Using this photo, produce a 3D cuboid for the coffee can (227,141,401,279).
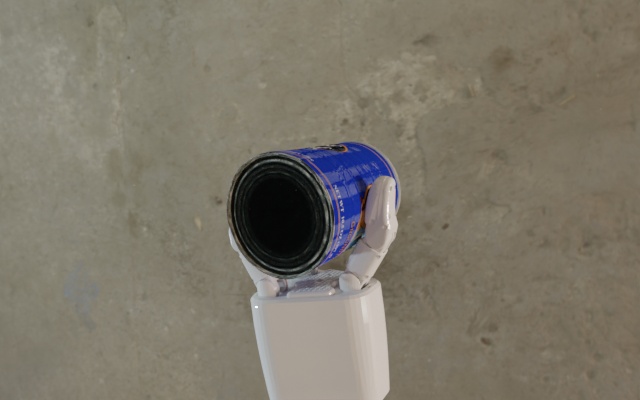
[{"bbox_3d":[0.000,0.001,0.434,0.103,0.103,0.140,0,9,30],"label":"coffee can"}]
